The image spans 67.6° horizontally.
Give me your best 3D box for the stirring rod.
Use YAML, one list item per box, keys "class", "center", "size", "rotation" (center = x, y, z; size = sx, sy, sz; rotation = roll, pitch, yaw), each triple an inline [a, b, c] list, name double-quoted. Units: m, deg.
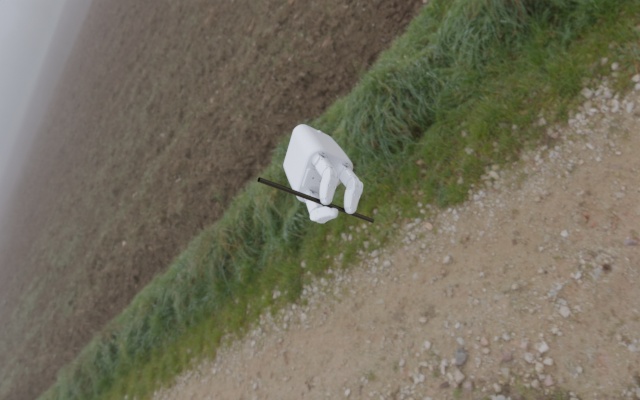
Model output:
- class: "stirring rod"
  center: [0.000, 0.003, 0.791]
  size: [0.239, 0.011, 0.011]
  rotation: [20, -12, -34]
